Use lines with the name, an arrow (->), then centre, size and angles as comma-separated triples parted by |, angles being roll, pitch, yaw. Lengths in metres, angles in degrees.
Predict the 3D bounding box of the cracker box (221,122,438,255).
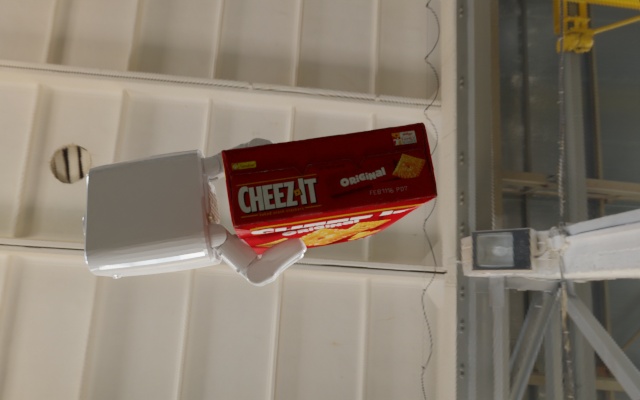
cracker box -> 0.000, 0.001, 0.468 | 0.164, 0.072, 0.214 | -9, -10, -7
